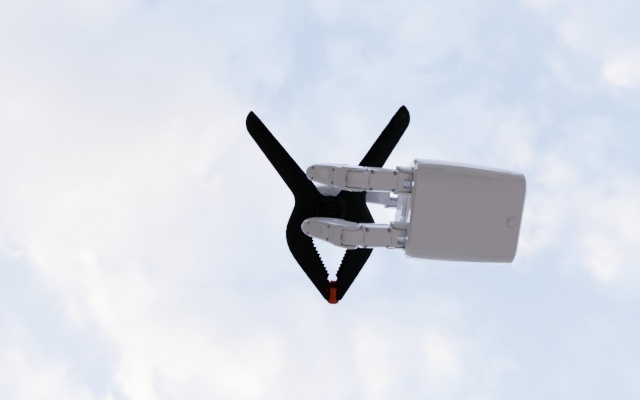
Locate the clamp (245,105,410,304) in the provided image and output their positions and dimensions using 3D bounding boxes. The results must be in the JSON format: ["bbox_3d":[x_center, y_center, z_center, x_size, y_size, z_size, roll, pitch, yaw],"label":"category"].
[{"bbox_3d":[0.000,0.002,0.495,0.164,0.210,0.036,5,9,2],"label":"clamp"}]
